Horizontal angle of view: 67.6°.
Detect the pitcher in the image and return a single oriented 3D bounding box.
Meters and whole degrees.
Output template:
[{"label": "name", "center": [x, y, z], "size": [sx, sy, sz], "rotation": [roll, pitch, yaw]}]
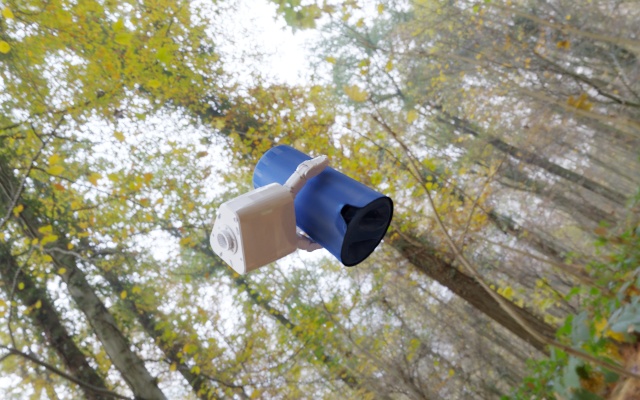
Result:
[{"label": "pitcher", "center": [0.000, 0.003, 0.840], "size": [0.242, 0.149, 0.145], "rotation": [34, 40, 32]}]
